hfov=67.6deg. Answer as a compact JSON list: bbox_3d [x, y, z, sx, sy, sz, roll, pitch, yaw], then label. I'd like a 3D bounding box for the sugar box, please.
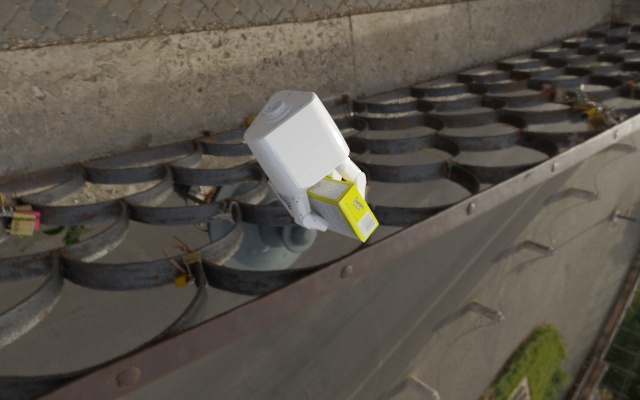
[{"bbox_3d":[0.000,0.002,0.756,0.176,0.048,0.093,20,-29,48],"label":"sugar box"}]
